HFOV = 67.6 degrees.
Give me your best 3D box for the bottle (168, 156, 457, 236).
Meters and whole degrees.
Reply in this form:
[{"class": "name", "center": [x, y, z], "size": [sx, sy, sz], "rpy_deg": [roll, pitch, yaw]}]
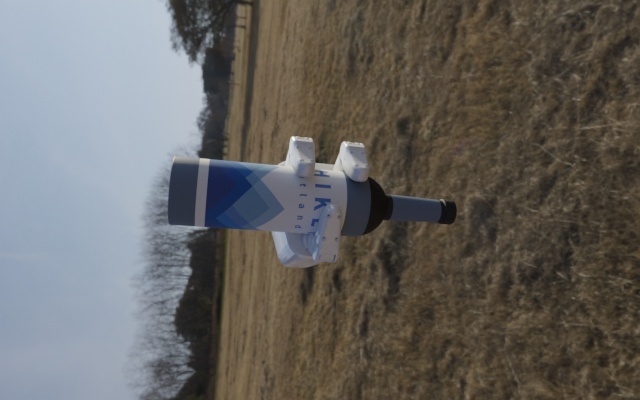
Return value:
[{"class": "bottle", "center": [0.000, 0.002, 0.491], "size": [0.296, 0.069, 0.069], "rpy_deg": [5, -1, -13]}]
